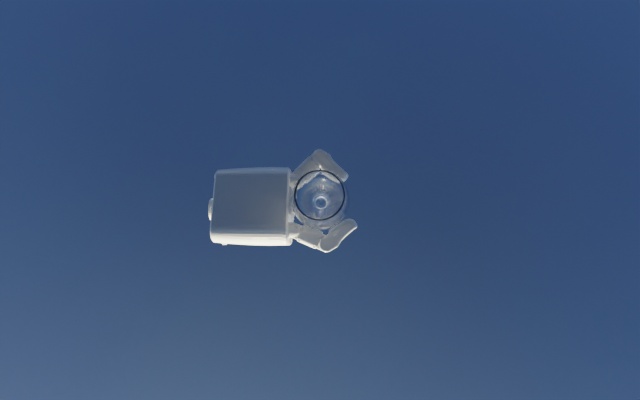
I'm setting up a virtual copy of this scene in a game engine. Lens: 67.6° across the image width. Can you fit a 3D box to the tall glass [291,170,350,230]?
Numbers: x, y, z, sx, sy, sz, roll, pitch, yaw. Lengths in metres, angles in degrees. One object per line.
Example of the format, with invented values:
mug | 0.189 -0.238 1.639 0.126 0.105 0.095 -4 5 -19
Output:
tall glass | 0.000 0.002 0.672 0.079 0.079 0.201 0 -5 1
